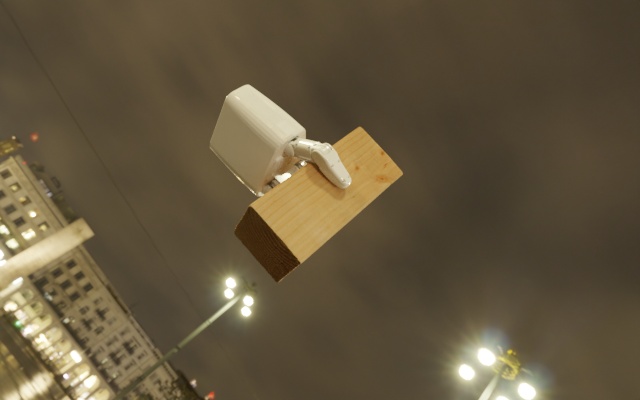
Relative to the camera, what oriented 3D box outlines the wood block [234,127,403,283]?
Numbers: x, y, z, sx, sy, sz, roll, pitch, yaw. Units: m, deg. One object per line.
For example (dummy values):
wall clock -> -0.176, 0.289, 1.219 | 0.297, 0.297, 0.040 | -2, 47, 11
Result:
wood block -> 0.000, 0.002, 0.627 | 0.206, 0.090, 0.091 | -39, -5, -33
